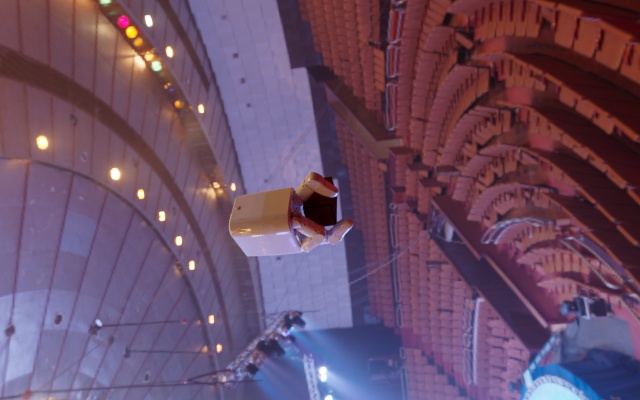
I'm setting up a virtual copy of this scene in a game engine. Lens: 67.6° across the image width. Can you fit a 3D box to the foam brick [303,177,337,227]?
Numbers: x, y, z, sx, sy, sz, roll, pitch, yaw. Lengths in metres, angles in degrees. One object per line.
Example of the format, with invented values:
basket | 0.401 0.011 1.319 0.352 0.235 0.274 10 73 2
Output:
foam brick | 0.000 0.003 0.854 0.051 0.053 0.078 -8 40 10
